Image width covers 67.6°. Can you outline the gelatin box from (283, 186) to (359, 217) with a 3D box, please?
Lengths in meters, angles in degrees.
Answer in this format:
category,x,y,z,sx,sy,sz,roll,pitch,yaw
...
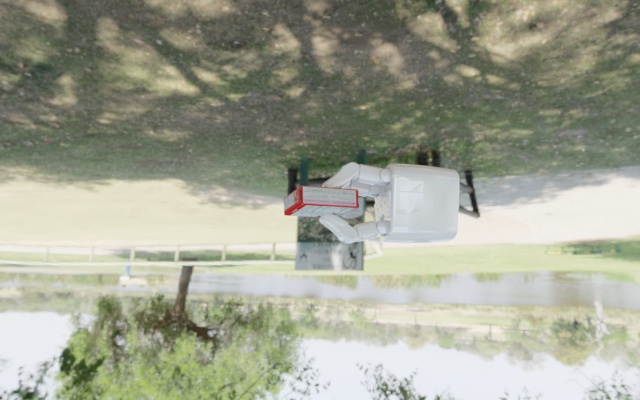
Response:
category,x,y,z,sx,sy,sz,roll,pitch,yaw
gelatin box,0.000,0.003,0.682,0.089,0.030,0.073,2,-14,-23
